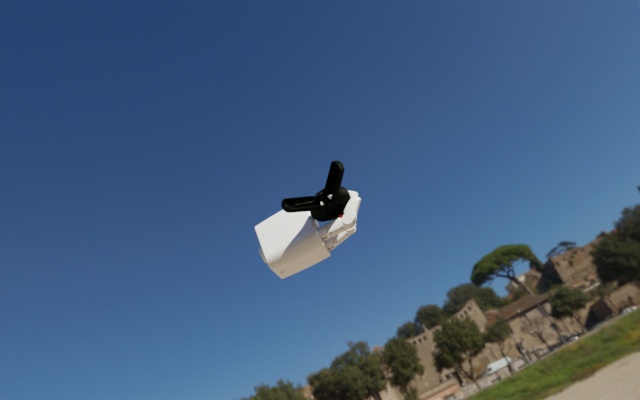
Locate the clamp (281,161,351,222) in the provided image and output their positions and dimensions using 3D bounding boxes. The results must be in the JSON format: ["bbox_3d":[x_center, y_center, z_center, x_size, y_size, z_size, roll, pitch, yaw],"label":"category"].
[{"bbox_3d":[0.000,0.002,0.830,0.120,0.039,0.171,-28,-28,-1],"label":"clamp"}]
